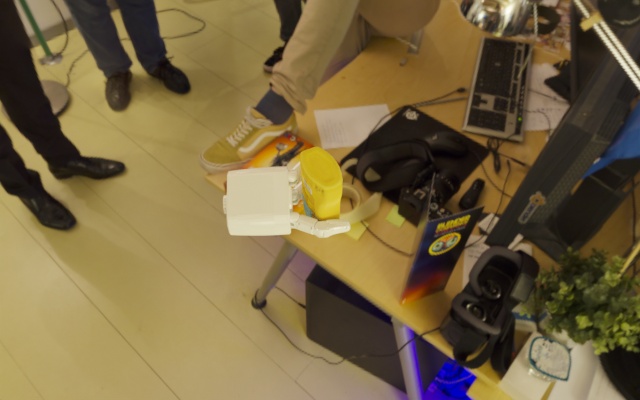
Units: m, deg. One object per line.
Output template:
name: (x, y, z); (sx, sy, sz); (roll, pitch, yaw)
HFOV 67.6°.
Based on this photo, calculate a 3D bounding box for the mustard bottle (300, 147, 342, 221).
mustard bottle: (0.000, 0.003, 0.840); (0.058, 0.096, 0.192); (-23, -34, -17)
